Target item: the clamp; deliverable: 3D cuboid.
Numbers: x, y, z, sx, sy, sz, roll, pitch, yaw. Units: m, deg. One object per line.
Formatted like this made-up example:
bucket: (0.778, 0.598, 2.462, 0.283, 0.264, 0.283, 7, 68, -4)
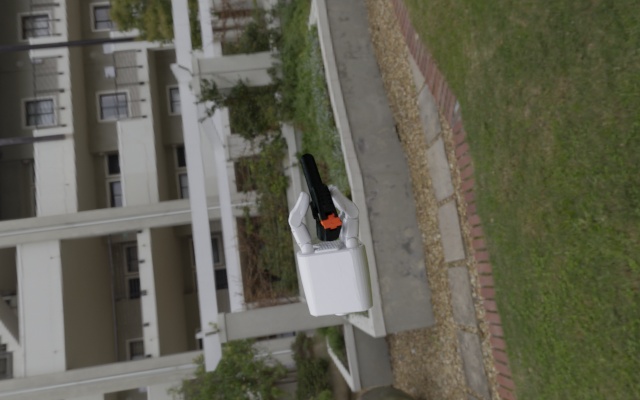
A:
clamp: (-0.001, 0.003, 0.786, 0.036, 0.164, 0.210, -14, 6, -5)
